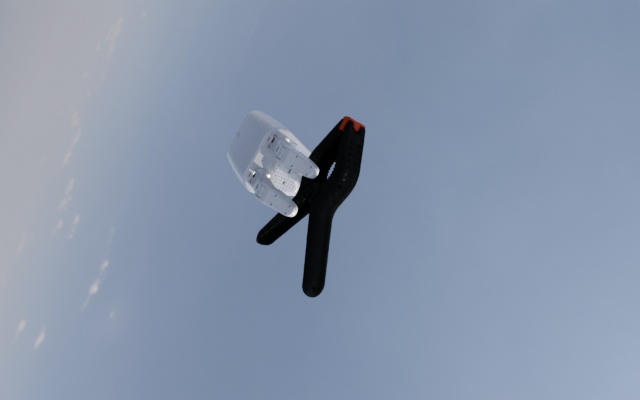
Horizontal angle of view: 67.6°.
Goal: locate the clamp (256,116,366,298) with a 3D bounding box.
[{"bbox_3d":[0.001,0.002,0.578,0.036,0.210,0.164,23,13,-34],"label":"clamp"}]
